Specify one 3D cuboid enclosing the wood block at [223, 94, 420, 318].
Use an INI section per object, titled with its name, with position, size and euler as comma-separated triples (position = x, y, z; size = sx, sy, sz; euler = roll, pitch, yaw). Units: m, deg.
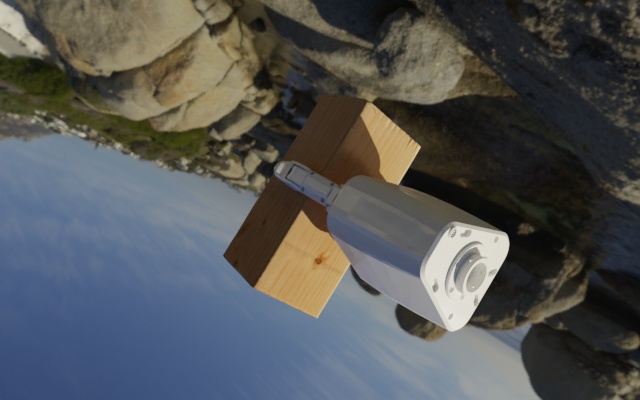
[wood block]
position = 0.000, 0.002, 0.502
size = 0.091, 0.206, 0.090
euler = 34, -4, -32
